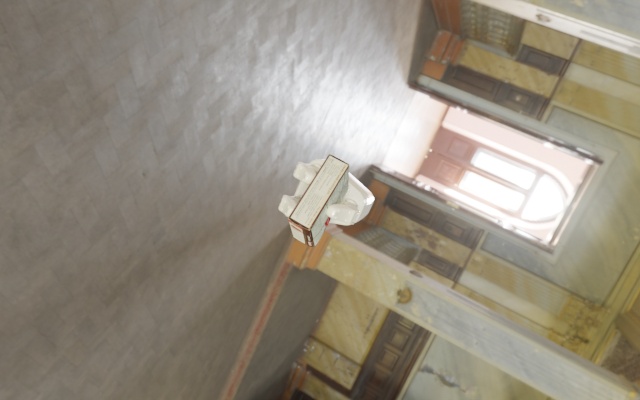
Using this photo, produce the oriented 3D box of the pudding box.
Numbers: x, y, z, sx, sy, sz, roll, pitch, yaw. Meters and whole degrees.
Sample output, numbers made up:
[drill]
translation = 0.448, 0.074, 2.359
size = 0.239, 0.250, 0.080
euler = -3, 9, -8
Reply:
[pudding box]
translation = 0.000, 0.002, 0.681
size = 0.039, 0.113, 0.090
euler = 26, -18, 12
